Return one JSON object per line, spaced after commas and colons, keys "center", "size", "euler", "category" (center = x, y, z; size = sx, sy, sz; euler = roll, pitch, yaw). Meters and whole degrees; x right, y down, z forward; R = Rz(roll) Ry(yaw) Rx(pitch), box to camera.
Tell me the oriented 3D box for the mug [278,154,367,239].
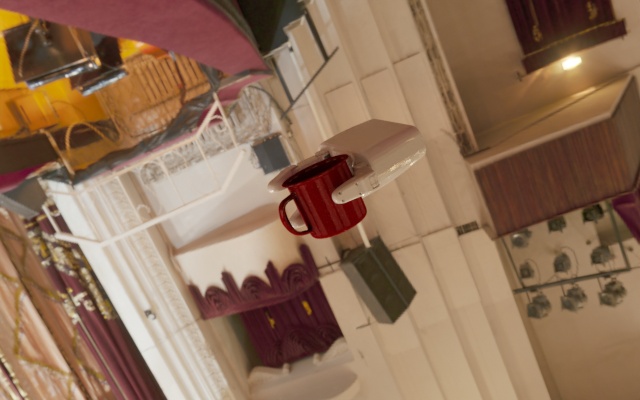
{"center": [-0.001, 0.003, 0.610], "size": [0.117, 0.081, 0.093], "euler": [-32, 15, -28], "category": "mug"}
